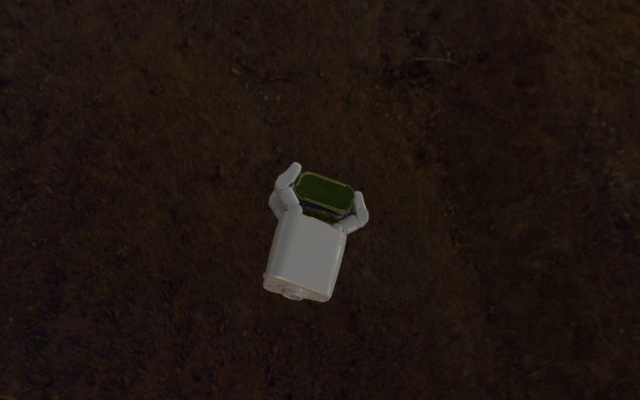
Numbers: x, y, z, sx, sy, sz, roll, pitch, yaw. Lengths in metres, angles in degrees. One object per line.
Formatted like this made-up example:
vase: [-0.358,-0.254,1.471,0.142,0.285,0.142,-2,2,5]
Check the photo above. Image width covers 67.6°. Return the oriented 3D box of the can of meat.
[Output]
can of meat: [0.000,0.002,0.788,0.102,0.057,0.084,19,-26,-3]
